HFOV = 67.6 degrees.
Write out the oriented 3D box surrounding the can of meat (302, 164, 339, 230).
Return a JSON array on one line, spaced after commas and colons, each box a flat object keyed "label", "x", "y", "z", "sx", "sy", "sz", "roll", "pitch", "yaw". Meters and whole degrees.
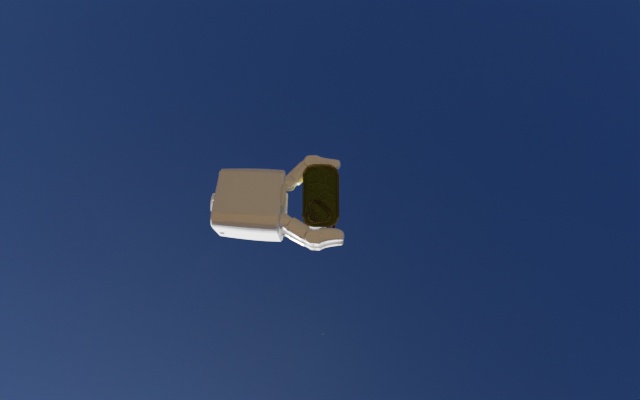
[{"label": "can of meat", "x": 0.000, "y": 0.003, "z": 0.779, "sx": 0.057, "sy": 0.102, "sz": 0.084, "roll": 0, "pitch": -15, "yaw": -1}]
